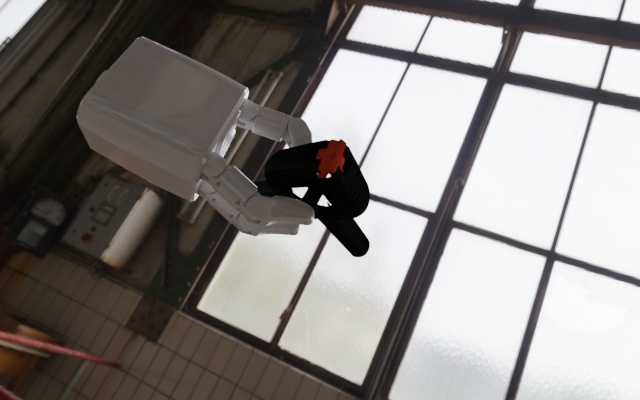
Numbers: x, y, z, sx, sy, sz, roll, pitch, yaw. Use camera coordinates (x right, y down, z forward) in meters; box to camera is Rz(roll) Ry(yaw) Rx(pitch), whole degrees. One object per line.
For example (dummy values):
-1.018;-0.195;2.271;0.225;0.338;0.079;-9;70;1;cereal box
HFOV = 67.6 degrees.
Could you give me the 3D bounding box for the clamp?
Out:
0.000;0.001;0.446;0.164;0.036;0.210;24;-20;-9;clamp
